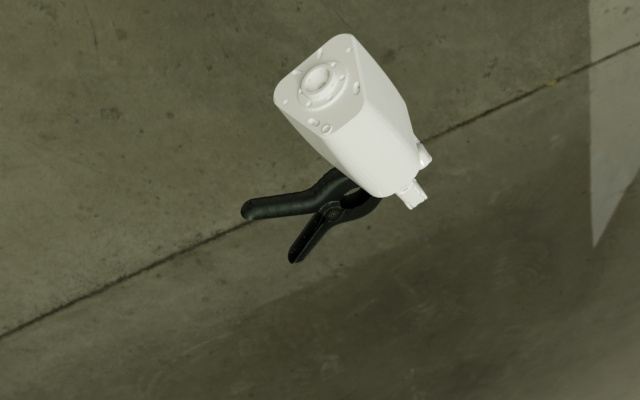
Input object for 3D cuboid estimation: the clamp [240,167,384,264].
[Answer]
[{"bbox_3d":[0.000,0.002,0.531,0.171,0.039,0.120,-37,-39,13],"label":"clamp"}]
